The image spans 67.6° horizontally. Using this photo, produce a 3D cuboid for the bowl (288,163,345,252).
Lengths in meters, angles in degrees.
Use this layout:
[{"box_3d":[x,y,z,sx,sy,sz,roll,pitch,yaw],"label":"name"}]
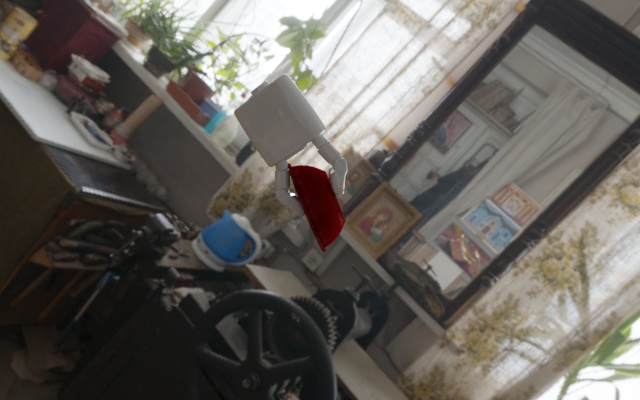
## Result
[{"box_3d":[0.001,0.004,0.802,0.055,0.162,0.162,-22,-1,1],"label":"bowl"}]
